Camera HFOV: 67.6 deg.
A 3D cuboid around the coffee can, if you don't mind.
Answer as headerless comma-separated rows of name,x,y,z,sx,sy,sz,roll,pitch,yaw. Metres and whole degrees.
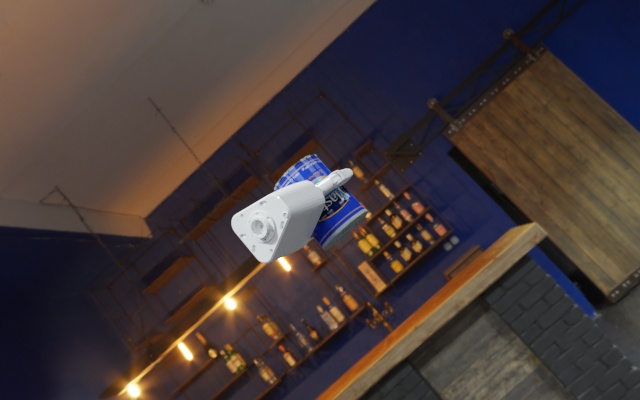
coffee can,0.000,0.003,0.850,0.103,0.140,0.103,-40,-11,-10
